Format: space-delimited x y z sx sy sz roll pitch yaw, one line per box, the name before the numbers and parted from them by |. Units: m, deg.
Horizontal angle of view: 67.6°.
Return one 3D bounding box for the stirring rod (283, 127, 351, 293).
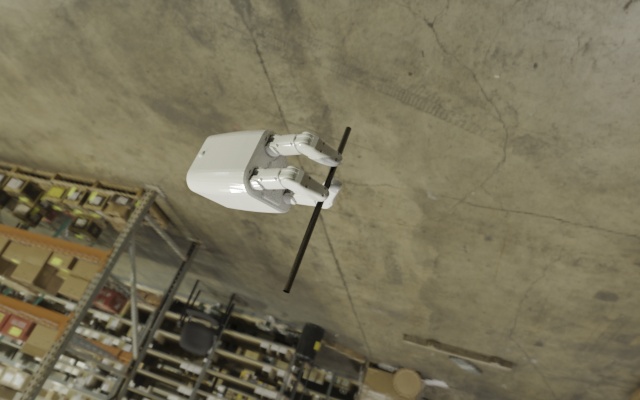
stirring rod | 0.000 0.002 0.582 0.011 0.239 0.011 16 -29 9
